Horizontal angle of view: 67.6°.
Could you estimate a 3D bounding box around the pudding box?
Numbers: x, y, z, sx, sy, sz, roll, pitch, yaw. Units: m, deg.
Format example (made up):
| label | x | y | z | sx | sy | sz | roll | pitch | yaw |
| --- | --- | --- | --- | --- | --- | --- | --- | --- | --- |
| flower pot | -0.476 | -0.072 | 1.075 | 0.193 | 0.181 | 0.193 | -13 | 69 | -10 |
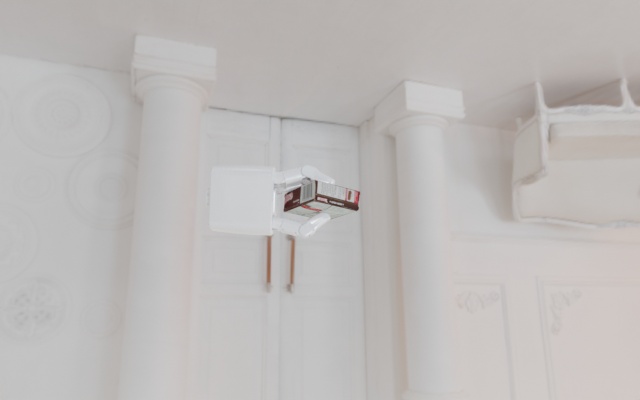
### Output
| label | x | y | z | sx | sy | sz | roll | pitch | yaw |
| --- | --- | --- | --- | --- | --- | --- | --- | --- | --- |
| pudding box | 0.000 | 0.003 | 0.821 | 0.090 | 0.039 | 0.113 | 13 | -16 | -29 |
